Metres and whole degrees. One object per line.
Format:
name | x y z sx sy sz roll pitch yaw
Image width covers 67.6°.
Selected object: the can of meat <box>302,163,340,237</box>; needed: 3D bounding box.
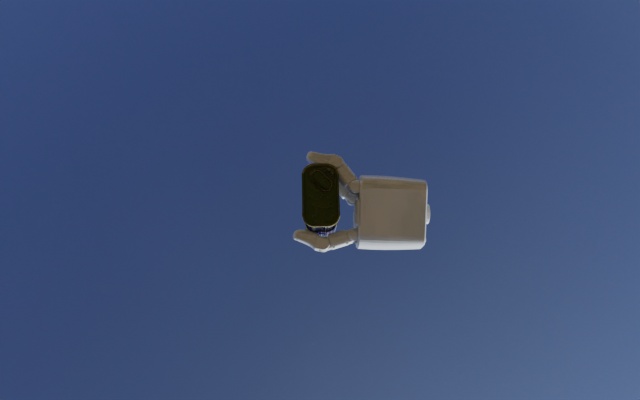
can of meat | 0.000 0.003 0.767 0.057 0.102 0.084 -1 -17 -1
